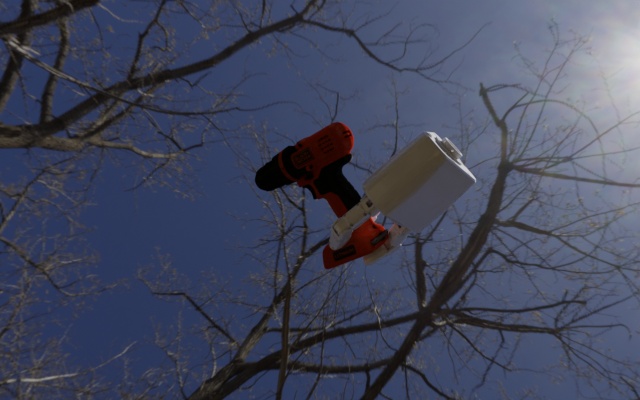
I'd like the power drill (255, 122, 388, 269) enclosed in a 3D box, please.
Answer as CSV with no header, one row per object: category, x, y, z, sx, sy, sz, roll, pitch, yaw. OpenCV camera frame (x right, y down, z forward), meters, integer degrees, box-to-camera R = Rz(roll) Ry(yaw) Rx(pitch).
power drill,0.001,0.003,0.692,0.184,0.187,0.057,-25,4,40
